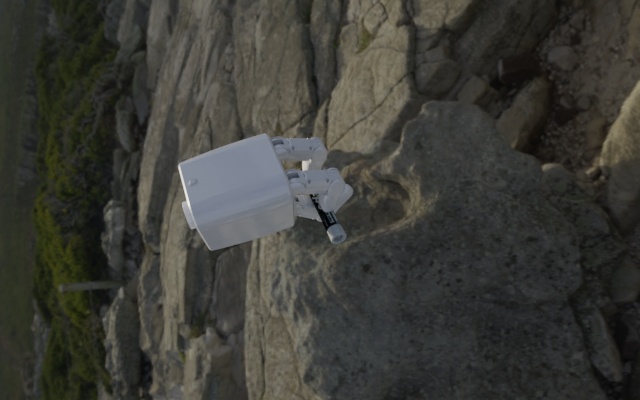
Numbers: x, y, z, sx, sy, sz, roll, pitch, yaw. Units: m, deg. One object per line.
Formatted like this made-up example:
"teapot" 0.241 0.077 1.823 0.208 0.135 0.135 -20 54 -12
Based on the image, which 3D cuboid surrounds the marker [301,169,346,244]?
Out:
"marker" 0.000 0.002 0.589 0.020 0.121 0.020 -16 -38 -13
